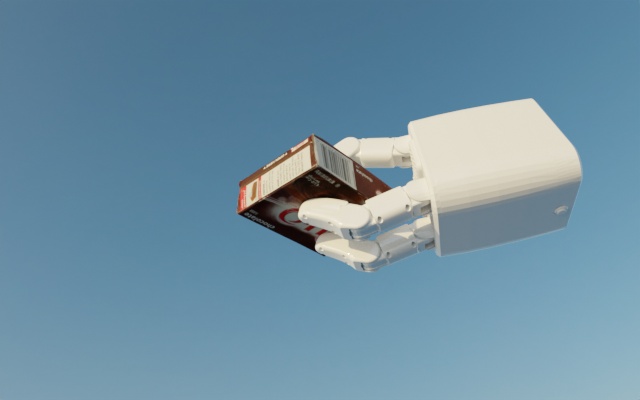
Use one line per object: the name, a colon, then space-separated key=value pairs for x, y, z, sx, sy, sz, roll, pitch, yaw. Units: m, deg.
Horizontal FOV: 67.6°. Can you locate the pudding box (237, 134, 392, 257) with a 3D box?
pudding box: x=0.000 y=0.001 z=0.409 sx=0.090 sy=0.039 sz=0.113 roll=-30 pitch=-44 yaw=31
